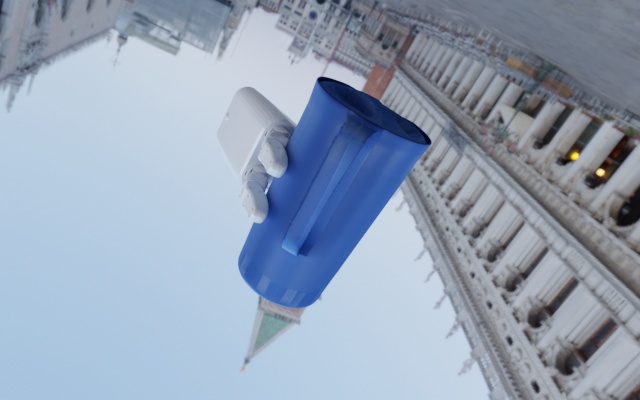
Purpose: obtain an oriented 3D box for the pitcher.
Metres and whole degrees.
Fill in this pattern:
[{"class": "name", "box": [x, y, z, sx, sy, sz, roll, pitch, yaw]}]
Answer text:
[{"class": "pitcher", "box": [0.000, 0.002, 0.519, 0.149, 0.243, 0.145, 10, 29, -40]}]
